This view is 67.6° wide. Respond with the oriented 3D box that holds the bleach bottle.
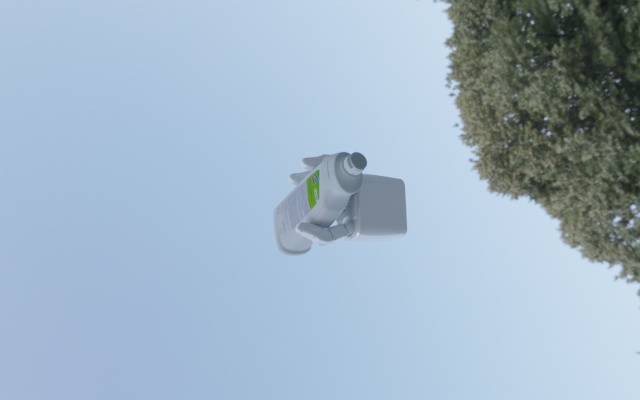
[{"bbox_3d":[0.000,0.002,0.779,0.068,0.102,0.251,2,-25,-29],"label":"bleach bottle"}]
